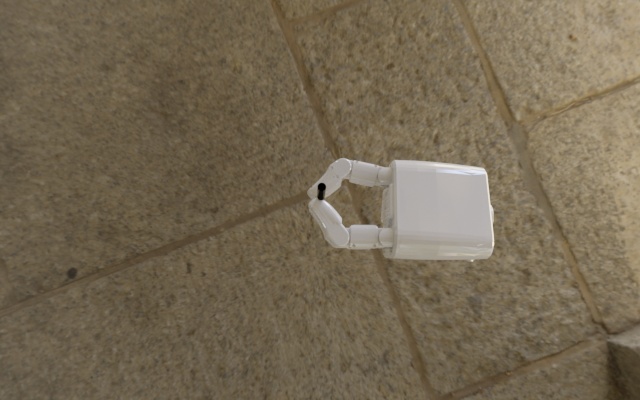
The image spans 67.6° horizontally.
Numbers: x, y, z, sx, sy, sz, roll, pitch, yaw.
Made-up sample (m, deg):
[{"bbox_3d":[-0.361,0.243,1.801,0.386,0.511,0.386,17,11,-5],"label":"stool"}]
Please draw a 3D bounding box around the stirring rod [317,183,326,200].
[{"bbox_3d":[0.000,0.002,0.559,0.011,0.011,0.239,0,-7,-1],"label":"stirring rod"}]
